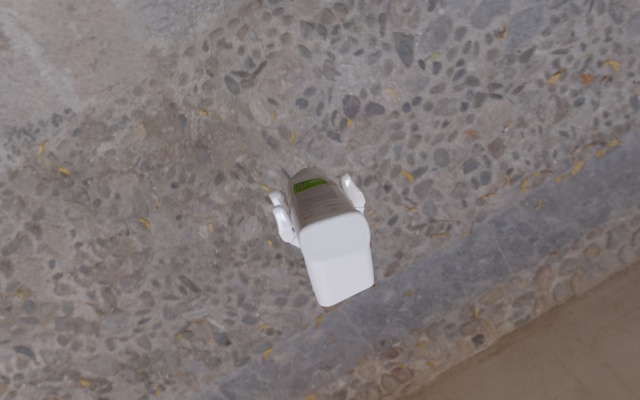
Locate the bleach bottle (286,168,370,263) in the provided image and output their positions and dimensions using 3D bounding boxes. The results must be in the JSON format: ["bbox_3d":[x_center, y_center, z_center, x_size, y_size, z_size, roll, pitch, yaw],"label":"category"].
[{"bbox_3d":[0.000,0.003,0.763,0.102,0.068,0.250,-15,26,-2],"label":"bleach bottle"}]
